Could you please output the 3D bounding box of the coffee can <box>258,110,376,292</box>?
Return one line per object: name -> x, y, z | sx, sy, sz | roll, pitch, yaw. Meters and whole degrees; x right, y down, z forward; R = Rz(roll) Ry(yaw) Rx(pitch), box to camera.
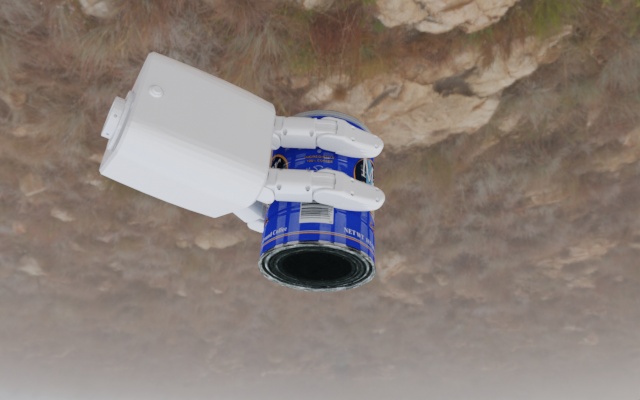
coffee can -> 0.000, 0.001, 0.450 | 0.103, 0.140, 0.103 | 2, -32, 1
